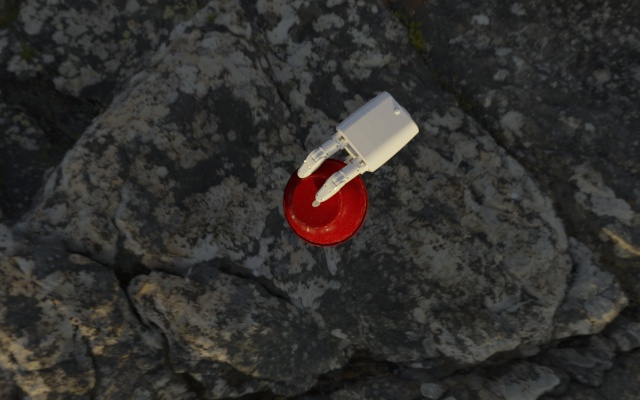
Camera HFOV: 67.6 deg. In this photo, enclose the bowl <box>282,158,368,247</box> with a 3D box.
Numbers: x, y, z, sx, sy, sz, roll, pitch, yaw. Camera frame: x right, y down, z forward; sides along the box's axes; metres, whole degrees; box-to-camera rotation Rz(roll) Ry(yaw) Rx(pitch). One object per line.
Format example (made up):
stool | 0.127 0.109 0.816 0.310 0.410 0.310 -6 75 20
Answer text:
bowl | -0.001 0.004 0.842 0.162 0.162 0.055 0 -1 16
